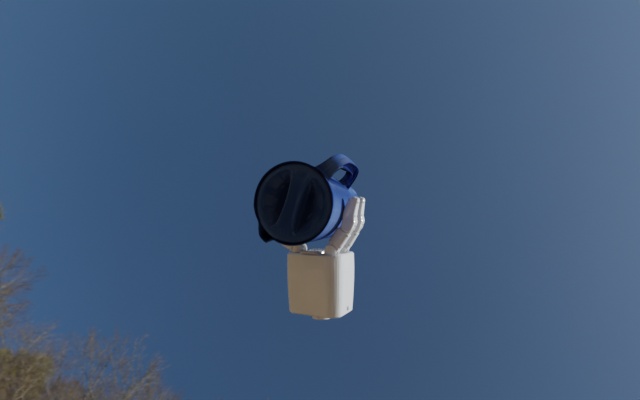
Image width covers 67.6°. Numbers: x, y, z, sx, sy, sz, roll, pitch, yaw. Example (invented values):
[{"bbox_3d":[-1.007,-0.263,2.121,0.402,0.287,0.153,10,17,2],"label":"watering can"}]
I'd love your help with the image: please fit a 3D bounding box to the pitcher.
[{"bbox_3d":[0.000,0.003,0.847,0.149,0.145,0.243,-1,-3,19],"label":"pitcher"}]
